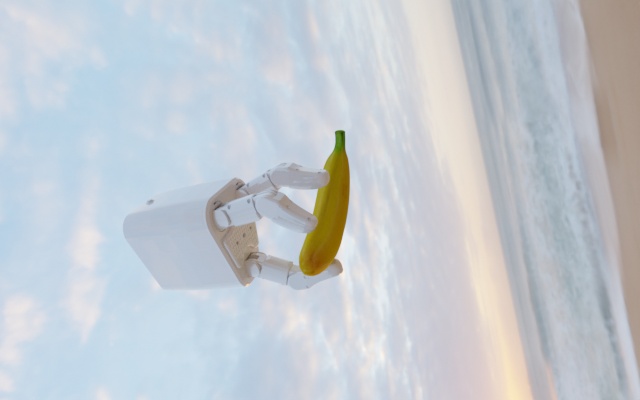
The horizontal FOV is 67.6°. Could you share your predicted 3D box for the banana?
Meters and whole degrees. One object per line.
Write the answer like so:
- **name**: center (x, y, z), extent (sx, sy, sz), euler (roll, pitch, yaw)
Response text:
- **banana**: center (0.006, 0.012, 0.512), extent (0.037, 0.197, 0.070), euler (-5, -44, 17)
